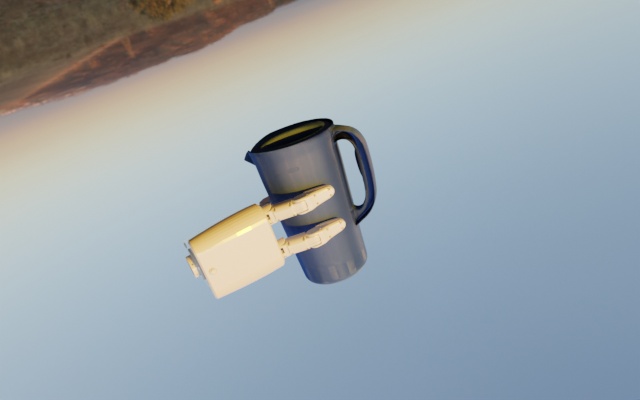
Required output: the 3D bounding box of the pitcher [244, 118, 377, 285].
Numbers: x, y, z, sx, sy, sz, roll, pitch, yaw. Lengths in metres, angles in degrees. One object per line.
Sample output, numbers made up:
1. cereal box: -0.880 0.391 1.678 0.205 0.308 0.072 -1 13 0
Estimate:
1. pitcher: 0.000 0.002 0.734 0.145 0.243 0.149 -29 23 -22
